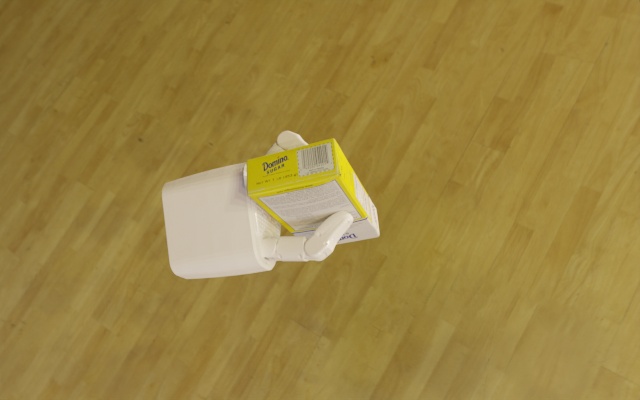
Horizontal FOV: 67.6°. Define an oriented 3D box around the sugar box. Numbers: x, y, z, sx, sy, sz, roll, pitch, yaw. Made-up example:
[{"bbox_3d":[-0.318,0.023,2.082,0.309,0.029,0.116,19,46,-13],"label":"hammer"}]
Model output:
[{"bbox_3d":[0.000,0.001,0.518,0.093,0.048,0.176,-11,-23,14],"label":"sugar box"}]
